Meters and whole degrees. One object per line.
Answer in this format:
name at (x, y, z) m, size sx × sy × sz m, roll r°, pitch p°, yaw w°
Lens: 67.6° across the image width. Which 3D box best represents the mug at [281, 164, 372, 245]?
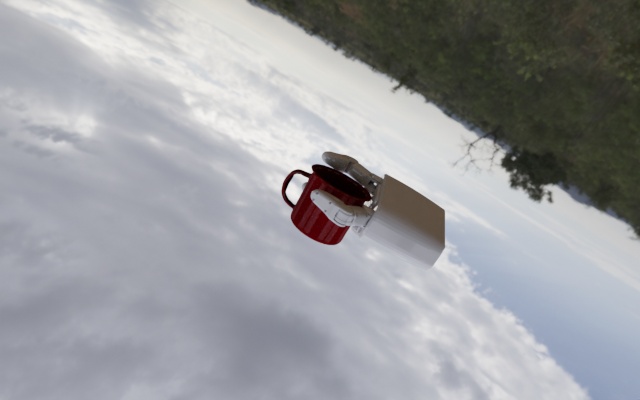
mug at (-0.001, 0.002, 0.659) m, size 0.117 × 0.081 × 0.093 m, roll 28°, pitch 18°, yaw -4°
